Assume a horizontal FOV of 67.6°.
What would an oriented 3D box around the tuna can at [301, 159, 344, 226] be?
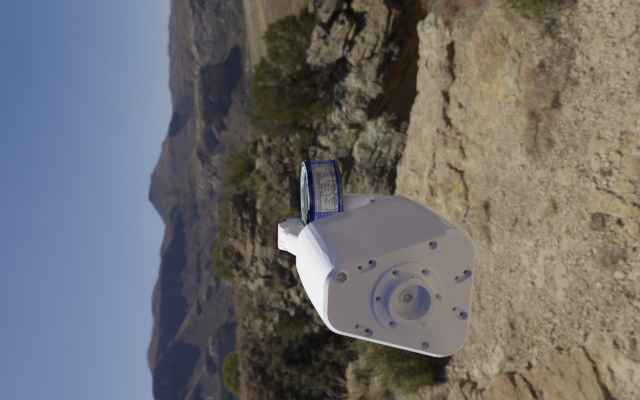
[{"bbox_3d":[-0.001,0.002,0.485,0.034,0.086,0.086,-3,0,-7],"label":"tuna can"}]
